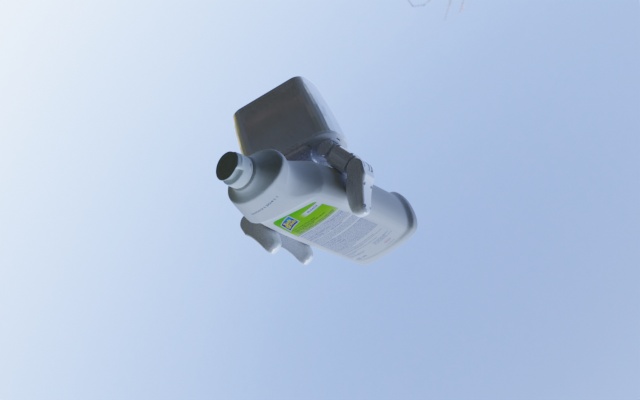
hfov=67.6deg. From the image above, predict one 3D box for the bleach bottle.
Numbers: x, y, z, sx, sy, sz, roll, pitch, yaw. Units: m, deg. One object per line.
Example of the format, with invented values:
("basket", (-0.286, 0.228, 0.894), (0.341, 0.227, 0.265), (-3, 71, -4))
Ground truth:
("bleach bottle", (0.000, 0.002, 0.509), (0.102, 0.068, 0.251), (-39, -38, 21))
